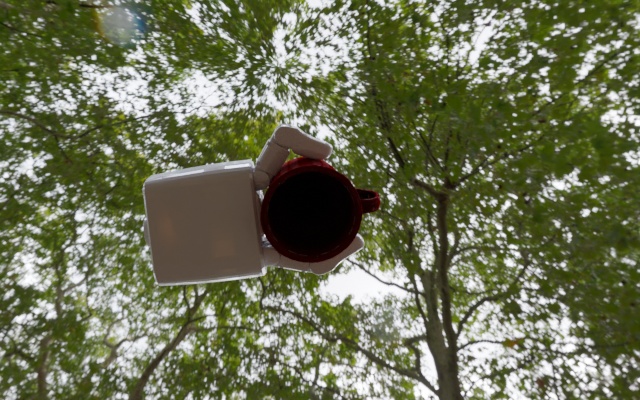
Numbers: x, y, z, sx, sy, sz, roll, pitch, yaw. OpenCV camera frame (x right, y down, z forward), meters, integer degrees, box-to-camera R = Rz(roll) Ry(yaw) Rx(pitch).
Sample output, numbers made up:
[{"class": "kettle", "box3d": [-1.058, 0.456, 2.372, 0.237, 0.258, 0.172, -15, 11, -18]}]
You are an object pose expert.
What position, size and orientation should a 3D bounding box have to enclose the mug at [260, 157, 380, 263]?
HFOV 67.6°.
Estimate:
[{"class": "mug", "box3d": [0.001, 0.001, 0.471, 0.117, 0.093, 0.081, -7, 16, -4]}]
